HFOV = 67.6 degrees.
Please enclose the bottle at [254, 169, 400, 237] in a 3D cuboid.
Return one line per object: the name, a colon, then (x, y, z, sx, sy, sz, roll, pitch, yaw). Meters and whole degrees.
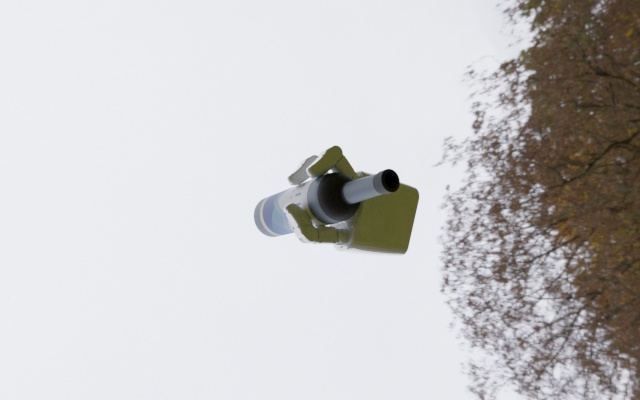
bottle: (0.000, 0.002, 0.657, 0.069, 0.069, 0.296, 0, -10, -33)
